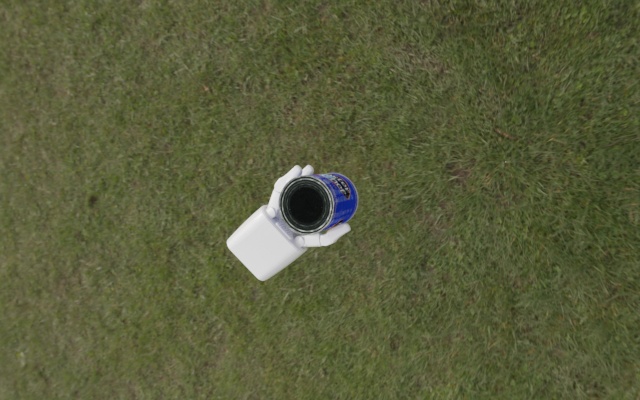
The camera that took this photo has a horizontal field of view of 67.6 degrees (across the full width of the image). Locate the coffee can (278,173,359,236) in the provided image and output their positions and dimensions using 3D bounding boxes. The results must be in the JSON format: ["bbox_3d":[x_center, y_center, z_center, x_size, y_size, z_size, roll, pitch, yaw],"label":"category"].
[{"bbox_3d":[0.000,0.003,0.864,0.103,0.103,0.140,0,4,21],"label":"coffee can"}]
